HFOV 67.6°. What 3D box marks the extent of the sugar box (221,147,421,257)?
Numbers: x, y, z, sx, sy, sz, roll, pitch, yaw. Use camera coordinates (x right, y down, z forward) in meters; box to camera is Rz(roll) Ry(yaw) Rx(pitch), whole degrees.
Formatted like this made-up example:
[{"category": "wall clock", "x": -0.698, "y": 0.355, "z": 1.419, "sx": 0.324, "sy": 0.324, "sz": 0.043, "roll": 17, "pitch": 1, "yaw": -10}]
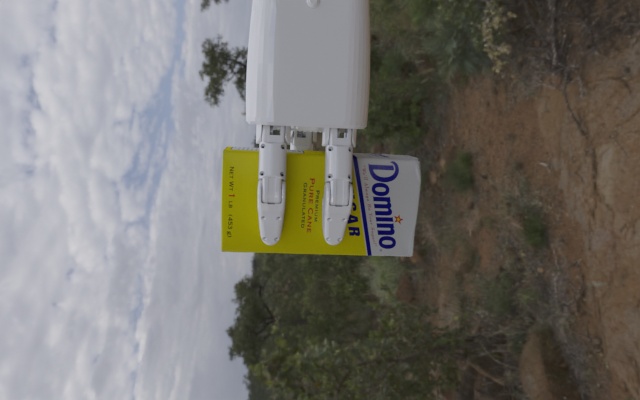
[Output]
[{"category": "sugar box", "x": 0.000, "y": 0.001, "z": 0.438, "sx": 0.176, "sy": 0.093, "sz": 0.048, "roll": 2, "pitch": 11, "yaw": -4}]
